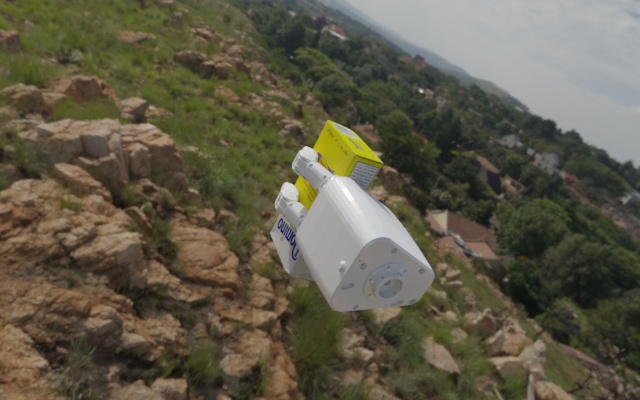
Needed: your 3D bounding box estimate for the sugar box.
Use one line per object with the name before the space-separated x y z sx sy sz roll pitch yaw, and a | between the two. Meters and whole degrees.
sugar box | 0.000 0.002 0.581 0.048 0.176 0.093 17 25 -31
